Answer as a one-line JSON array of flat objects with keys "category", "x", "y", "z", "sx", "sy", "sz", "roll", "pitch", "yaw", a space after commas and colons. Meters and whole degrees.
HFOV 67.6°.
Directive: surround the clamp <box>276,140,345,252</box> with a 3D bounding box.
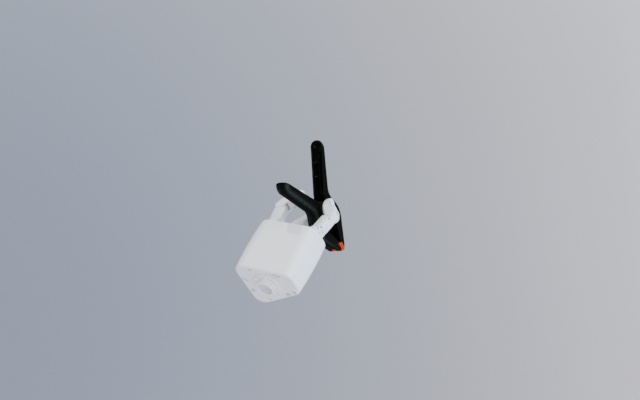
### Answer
[{"category": "clamp", "x": 0.001, "y": 0.003, "z": 0.885, "sx": 0.036, "sy": 0.210, "sz": 0.164, "roll": -6, "pitch": 37, "yaw": 32}]
